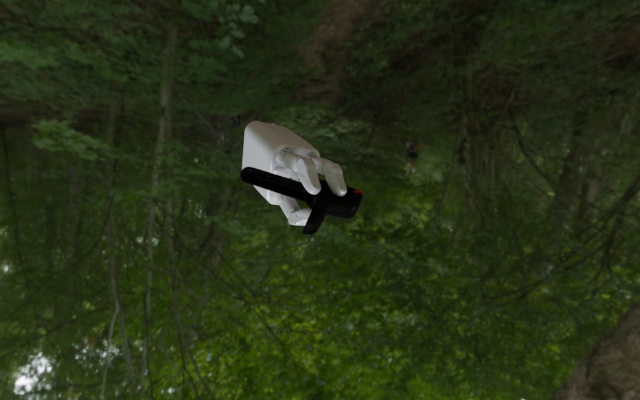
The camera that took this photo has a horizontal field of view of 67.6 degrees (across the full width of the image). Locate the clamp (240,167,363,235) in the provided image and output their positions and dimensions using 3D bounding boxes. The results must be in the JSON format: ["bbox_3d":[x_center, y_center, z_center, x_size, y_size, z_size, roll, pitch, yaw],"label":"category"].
[{"bbox_3d":[0.000,0.003,0.733,0.210,0.036,0.164,4,29,-42],"label":"clamp"}]
